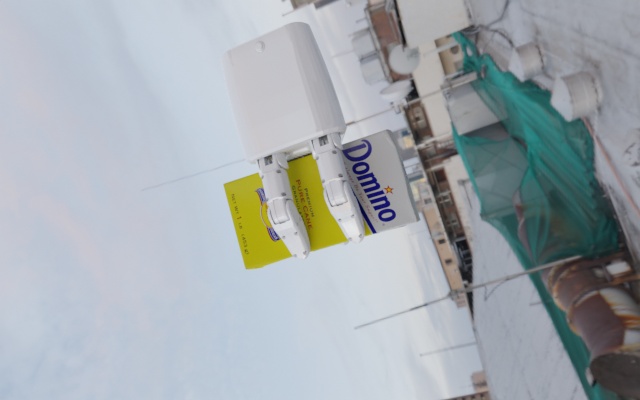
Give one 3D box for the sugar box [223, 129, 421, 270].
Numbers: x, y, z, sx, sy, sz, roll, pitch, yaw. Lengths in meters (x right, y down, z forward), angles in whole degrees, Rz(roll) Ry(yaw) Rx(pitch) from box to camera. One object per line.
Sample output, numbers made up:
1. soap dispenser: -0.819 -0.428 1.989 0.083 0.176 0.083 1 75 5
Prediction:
1. sugar box: 0.000 0.001 0.472 0.176 0.093 0.048 -18 -6 15
